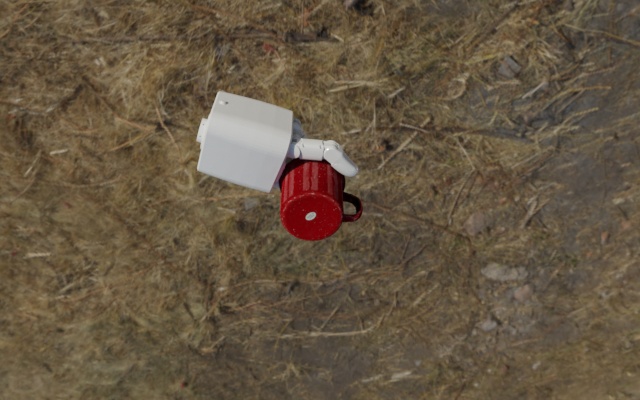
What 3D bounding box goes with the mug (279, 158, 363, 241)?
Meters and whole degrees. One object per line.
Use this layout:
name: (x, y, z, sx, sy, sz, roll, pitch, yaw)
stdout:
mug: (0.001, 0.003, 0.635, 0.117, 0.093, 0.081, 15, 35, -12)
